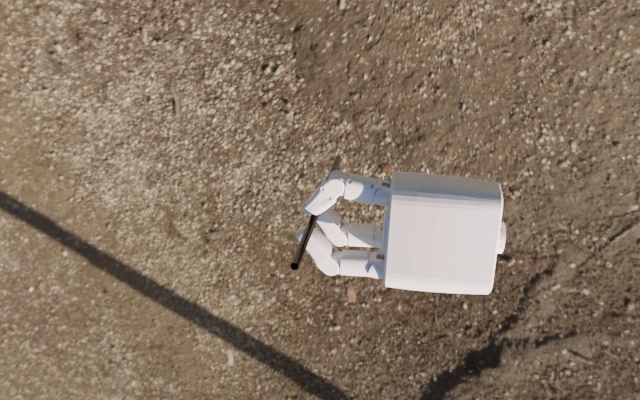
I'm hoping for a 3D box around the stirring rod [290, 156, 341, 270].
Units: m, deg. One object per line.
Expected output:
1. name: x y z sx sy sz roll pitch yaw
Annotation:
1. stirring rod: 0.000 0.002 0.532 0.011 0.011 0.239 0 29 13
